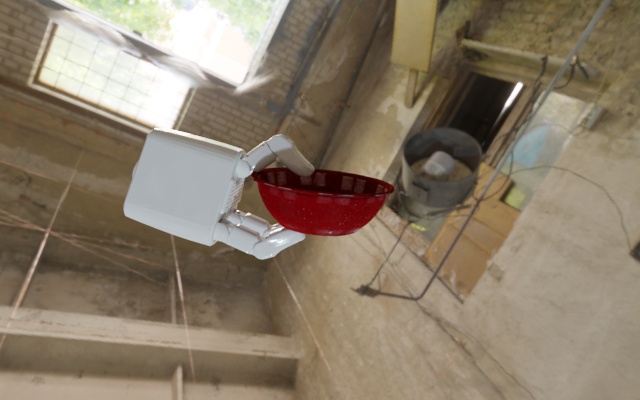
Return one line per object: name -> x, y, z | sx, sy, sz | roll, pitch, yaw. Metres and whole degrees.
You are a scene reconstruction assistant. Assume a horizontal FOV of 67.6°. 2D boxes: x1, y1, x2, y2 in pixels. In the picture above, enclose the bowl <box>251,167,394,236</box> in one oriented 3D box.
bowl -> 0.001, 0.002, 0.541 | 0.162, 0.055, 0.162 | 5, 12, -1
